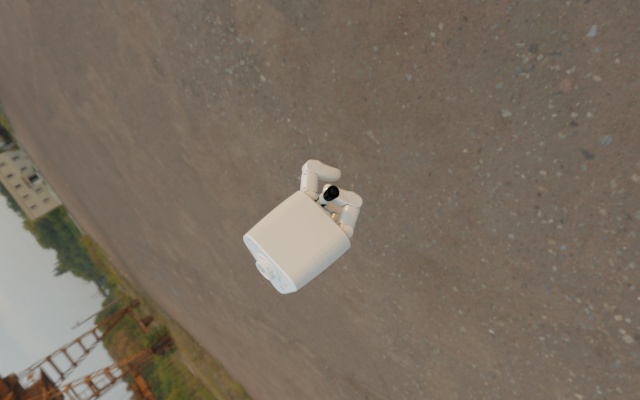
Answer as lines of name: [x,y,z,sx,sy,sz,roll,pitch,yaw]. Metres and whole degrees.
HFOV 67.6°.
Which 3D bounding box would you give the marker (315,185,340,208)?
marker: [0.000,0.002,0.698,0.020,0.020,0.121,0,-14,-19]
